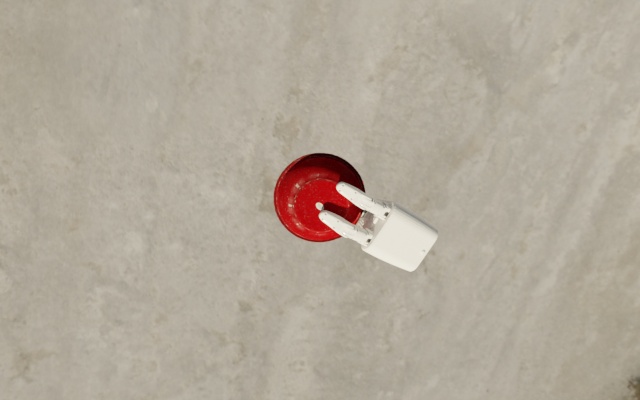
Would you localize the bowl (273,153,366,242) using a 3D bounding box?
[{"bbox_3d":[-0.001,0.002,0.808,0.162,0.162,0.055,0,14,-3],"label":"bowl"}]
